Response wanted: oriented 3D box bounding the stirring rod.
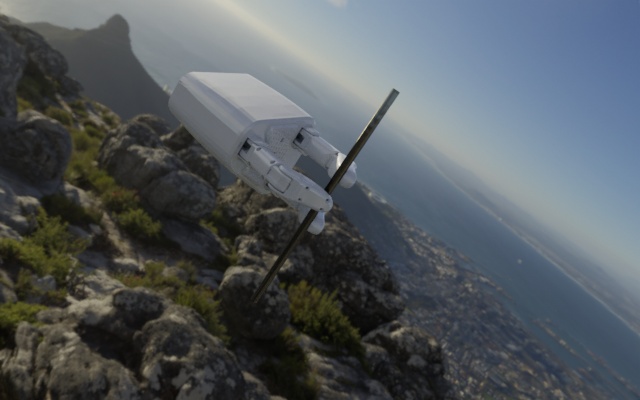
[{"bbox_3d":[0.000,0.001,0.441,0.011,0.239,0.011,32,14,-9],"label":"stirring rod"}]
